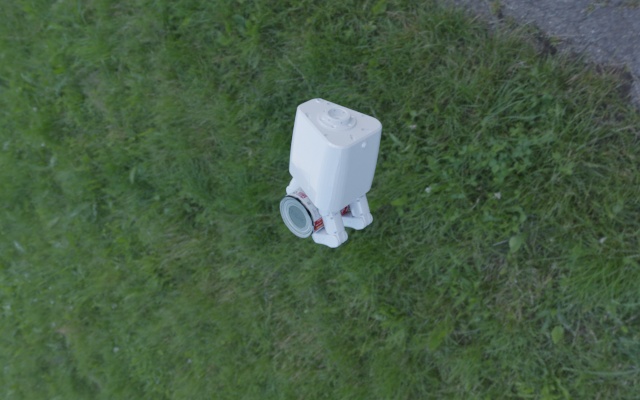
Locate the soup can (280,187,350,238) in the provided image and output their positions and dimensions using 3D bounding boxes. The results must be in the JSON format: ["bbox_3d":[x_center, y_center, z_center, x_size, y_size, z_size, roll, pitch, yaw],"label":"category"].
[{"bbox_3d":[0.000,0.003,0.695,0.102,0.068,0.068,-32,20,-36],"label":"soup can"}]
